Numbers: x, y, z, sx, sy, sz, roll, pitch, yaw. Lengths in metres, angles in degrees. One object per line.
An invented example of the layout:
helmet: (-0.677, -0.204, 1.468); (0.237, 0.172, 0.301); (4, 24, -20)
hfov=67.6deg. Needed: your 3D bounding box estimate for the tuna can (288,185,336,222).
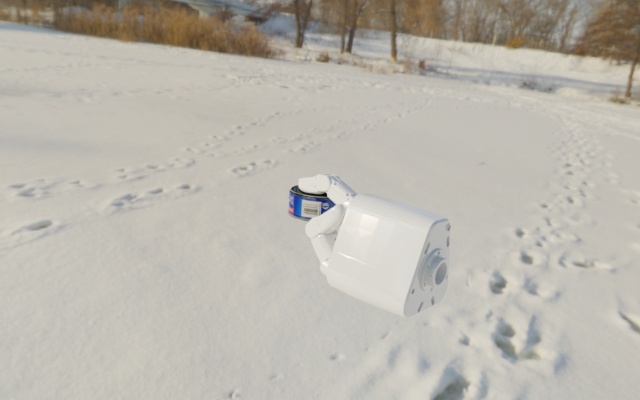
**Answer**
tuna can: (0.000, 0.002, 0.635); (0.086, 0.034, 0.086); (3, 14, -1)
